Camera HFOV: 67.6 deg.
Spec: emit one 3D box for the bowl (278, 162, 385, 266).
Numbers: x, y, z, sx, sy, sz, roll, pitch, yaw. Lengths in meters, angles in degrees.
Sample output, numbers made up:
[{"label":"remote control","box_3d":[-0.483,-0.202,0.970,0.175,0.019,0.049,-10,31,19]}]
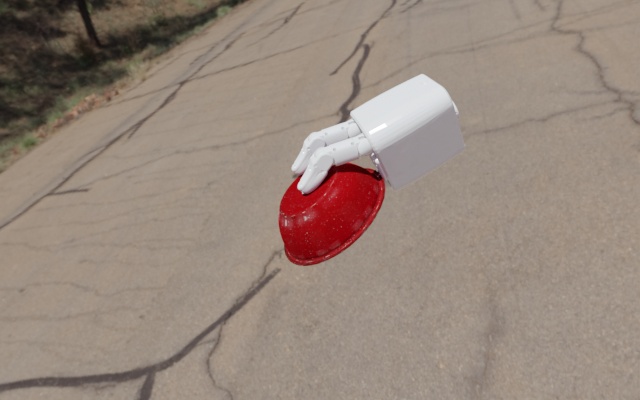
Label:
[{"label":"bowl","box_3d":[-0.001,0.003,0.604,0.055,0.162,0.162,46,-26,-28]}]
